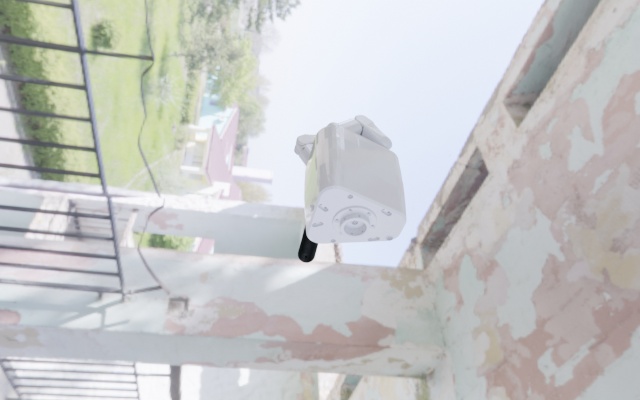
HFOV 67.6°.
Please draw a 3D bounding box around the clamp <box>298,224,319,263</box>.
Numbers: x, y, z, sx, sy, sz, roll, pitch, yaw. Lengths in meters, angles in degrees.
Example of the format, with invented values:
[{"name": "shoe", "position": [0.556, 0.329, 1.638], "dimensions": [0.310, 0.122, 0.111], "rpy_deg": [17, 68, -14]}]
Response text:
[{"name": "clamp", "position": [0.001, 0.002, 0.669], "dimensions": [0.039, 0.172, 0.120], "rpy_deg": [9, 43, -6]}]
